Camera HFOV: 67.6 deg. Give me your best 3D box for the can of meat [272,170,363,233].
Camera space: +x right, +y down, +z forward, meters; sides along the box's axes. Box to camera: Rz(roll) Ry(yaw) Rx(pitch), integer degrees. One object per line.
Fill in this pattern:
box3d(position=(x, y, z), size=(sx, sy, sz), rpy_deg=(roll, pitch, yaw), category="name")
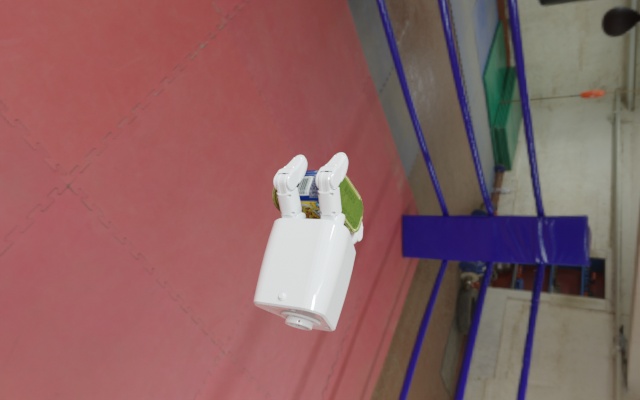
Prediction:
box3d(position=(0.000, 0.002, 0.625), size=(0.084, 0.057, 0.102), rpy_deg=(1, -30, 30), category="can of meat")
